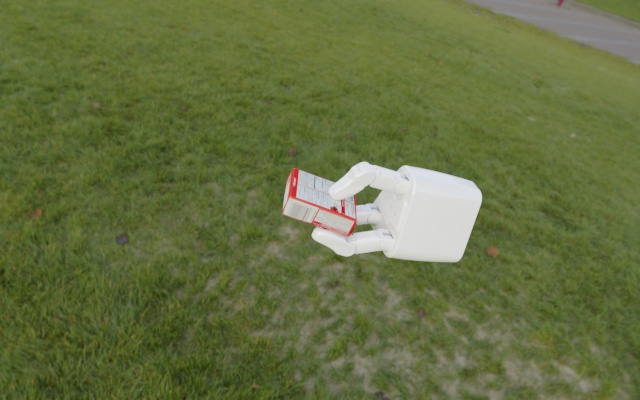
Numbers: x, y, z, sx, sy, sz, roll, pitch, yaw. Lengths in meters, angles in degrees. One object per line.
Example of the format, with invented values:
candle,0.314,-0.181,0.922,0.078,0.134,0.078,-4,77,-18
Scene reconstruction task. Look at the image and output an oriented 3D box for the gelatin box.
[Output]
gelatin box,0.000,0.001,0.590,0.089,0.030,0.073,20,30,-11
